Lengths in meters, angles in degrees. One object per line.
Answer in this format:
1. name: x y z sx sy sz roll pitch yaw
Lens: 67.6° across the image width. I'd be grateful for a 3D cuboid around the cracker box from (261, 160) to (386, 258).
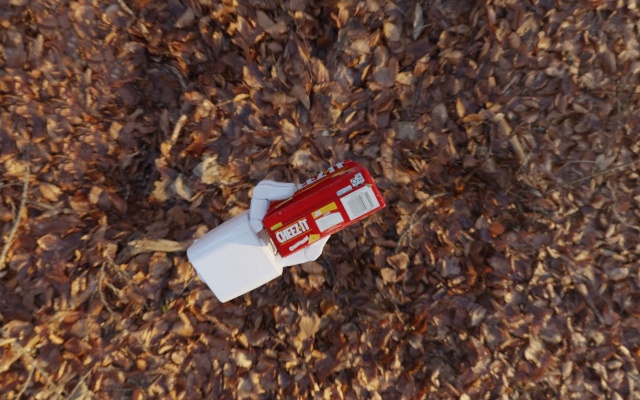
1. cracker box: 0.000 0.003 0.754 0.164 0.072 0.213 -27 8 2
